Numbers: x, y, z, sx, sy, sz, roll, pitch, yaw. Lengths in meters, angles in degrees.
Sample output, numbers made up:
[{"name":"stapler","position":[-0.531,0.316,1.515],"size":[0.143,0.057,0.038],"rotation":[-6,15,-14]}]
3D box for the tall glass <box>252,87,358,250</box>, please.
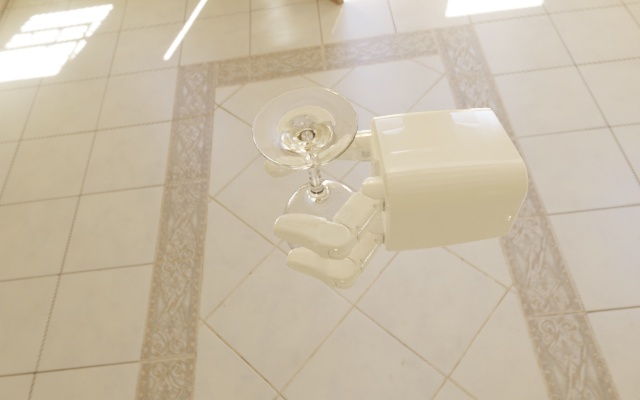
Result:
[{"name":"tall glass","position":[0.000,0.001,0.413],"size":[0.079,0.079,0.201],"rotation":[0,-33,7]}]
